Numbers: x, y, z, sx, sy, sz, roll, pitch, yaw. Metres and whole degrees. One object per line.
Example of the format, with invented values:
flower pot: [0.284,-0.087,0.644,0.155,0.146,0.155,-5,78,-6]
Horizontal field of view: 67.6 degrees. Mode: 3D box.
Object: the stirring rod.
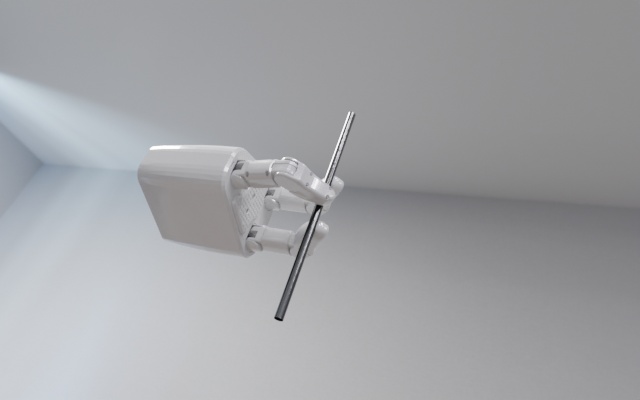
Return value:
stirring rod: [0.000,0.002,0.452,0.011,0.239,0.011,14,-33,9]
